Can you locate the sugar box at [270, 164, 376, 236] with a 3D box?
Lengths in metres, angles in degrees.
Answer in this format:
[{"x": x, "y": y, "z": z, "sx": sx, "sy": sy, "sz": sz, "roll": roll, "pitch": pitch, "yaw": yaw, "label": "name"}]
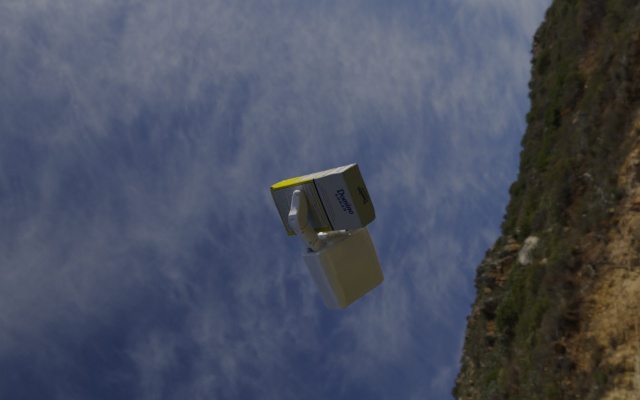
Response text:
[{"x": 0.000, "y": 0.002, "z": 0.769, "sx": 0.176, "sy": 0.093, "sz": 0.048, "roll": -10, "pitch": 16, "yaw": 44, "label": "sugar box"}]
